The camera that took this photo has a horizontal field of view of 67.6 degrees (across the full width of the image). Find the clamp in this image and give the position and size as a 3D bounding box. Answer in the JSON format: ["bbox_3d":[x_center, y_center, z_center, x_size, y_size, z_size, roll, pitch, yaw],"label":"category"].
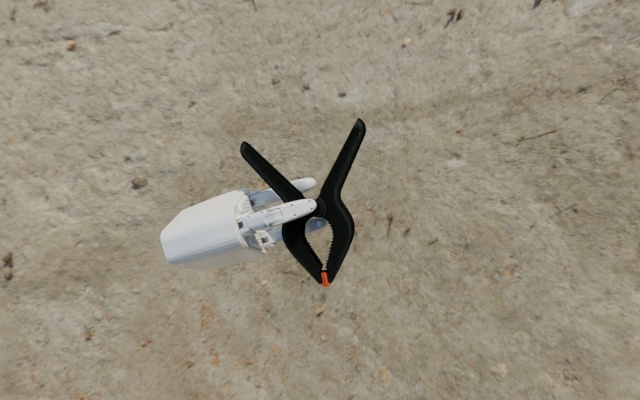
[{"bbox_3d":[0.000,0.003,0.609,0.164,0.210,0.036,-17,0,11],"label":"clamp"}]
